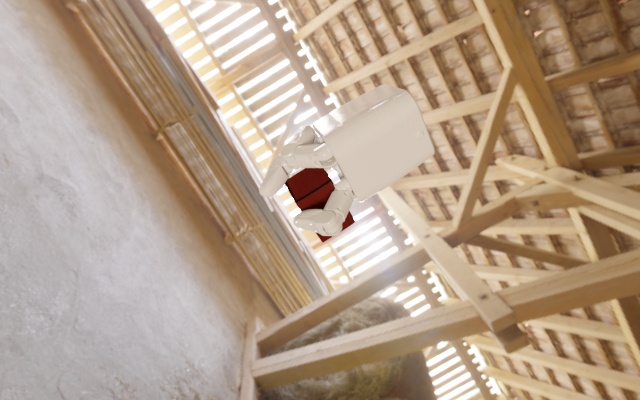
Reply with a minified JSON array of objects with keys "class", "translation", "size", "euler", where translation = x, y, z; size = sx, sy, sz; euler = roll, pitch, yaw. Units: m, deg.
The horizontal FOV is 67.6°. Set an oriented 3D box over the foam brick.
[{"class":"foam brick","translation":[0.000,0.002,0.589],"size":[0.051,0.078,0.053],"euler":[-32,39,0]}]
